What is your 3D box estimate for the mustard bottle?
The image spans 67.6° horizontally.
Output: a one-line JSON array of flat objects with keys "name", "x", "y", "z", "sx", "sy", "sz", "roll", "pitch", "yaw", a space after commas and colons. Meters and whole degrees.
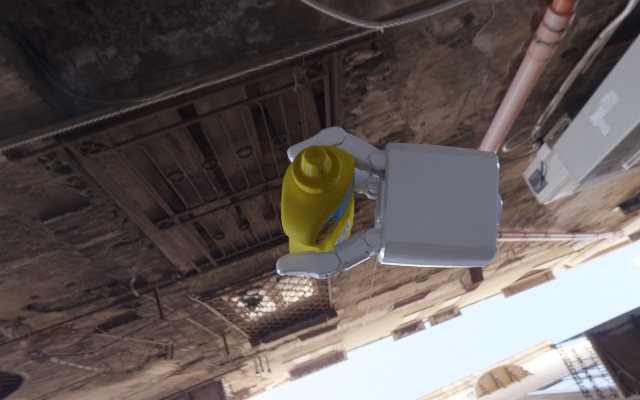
[{"name": "mustard bottle", "x": 0.000, "y": 0.002, "z": 0.464, "sx": 0.058, "sy": 0.096, "sz": 0.192, "roll": 28, "pitch": -19, "yaw": 13}]
